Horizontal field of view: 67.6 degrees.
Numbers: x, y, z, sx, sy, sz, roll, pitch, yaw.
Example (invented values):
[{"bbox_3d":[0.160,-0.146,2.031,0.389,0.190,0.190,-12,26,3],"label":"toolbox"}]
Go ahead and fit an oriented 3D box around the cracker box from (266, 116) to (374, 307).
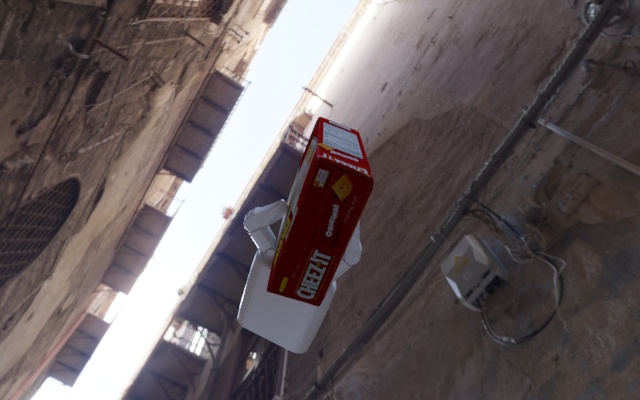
[{"bbox_3d":[0.000,0.002,0.593,0.072,0.164,0.213,19,20,-7],"label":"cracker box"}]
